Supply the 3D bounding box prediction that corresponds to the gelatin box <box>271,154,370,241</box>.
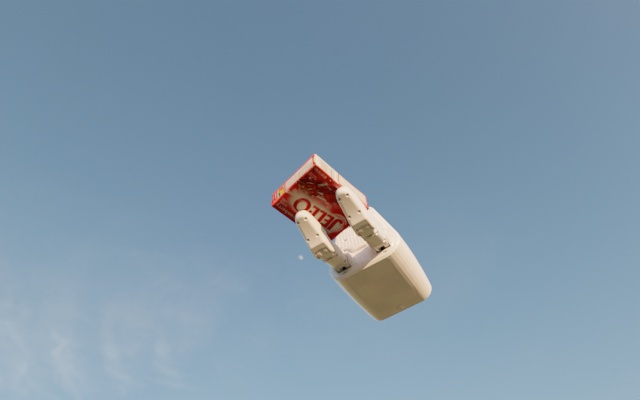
[{"bbox_3d":[0.000,0.001,0.552,0.089,0.073,0.030,39,23,-24],"label":"gelatin box"}]
